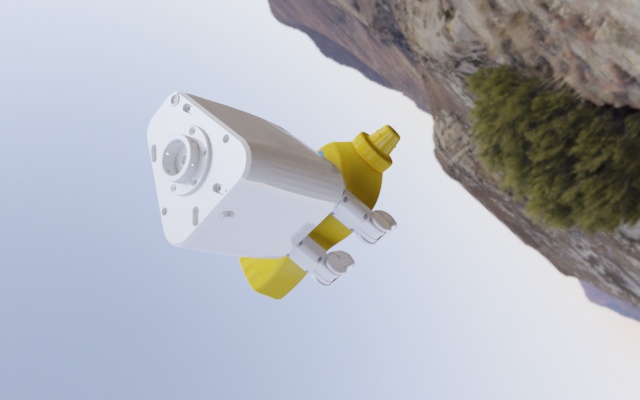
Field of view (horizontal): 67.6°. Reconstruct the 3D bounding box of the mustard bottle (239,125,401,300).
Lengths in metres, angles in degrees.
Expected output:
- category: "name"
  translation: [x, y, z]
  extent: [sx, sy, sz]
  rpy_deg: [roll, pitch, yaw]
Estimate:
- category: "mustard bottle"
  translation: [0.000, 0.002, 0.452]
  extent: [0.058, 0.192, 0.096]
  rpy_deg: [31, 25, -33]
